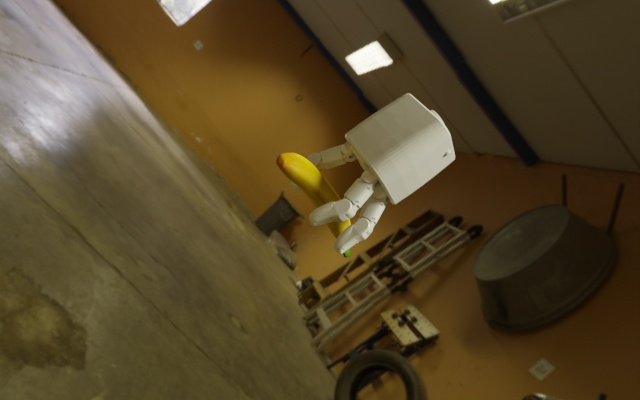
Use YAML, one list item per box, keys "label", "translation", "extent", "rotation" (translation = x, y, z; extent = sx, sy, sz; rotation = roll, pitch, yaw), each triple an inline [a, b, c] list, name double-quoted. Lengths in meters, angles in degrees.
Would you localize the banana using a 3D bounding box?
- label: "banana"
  translation: [-0.001, -0.007, 0.648]
  extent: [0.037, 0.198, 0.069]
  rotation: [-29, 37, 10]
